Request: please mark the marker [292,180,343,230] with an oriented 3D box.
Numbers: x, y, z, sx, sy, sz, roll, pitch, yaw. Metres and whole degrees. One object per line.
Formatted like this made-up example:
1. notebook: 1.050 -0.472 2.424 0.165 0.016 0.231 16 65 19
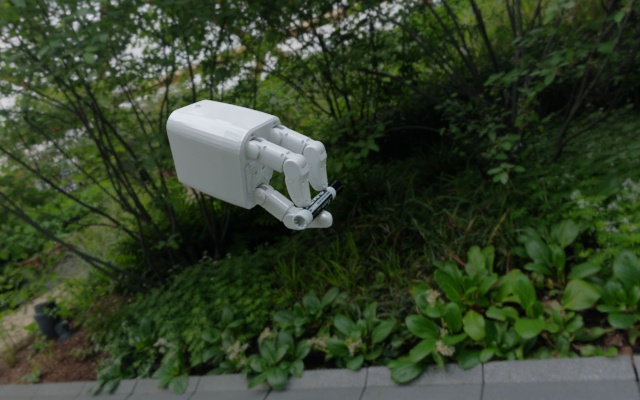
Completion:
1. marker: 0.000 0.002 0.574 0.020 0.020 0.121 0 22 24
